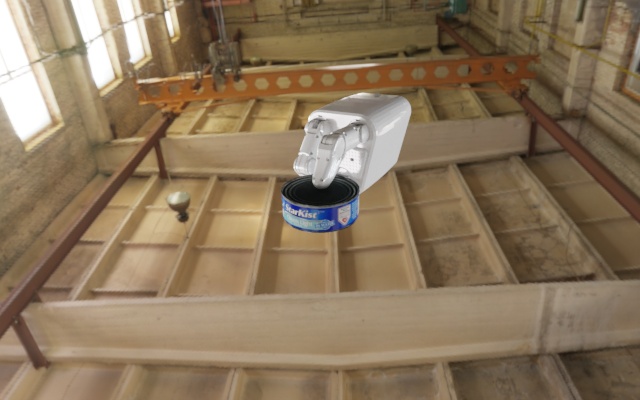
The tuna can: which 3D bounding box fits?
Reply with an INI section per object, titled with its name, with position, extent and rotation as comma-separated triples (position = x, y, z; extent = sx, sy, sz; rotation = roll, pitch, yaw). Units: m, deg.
[tuna can]
position = 0.000, 0.002, 0.525
extent = 0.086, 0.034, 0.086
rotation = -1, 26, 0
